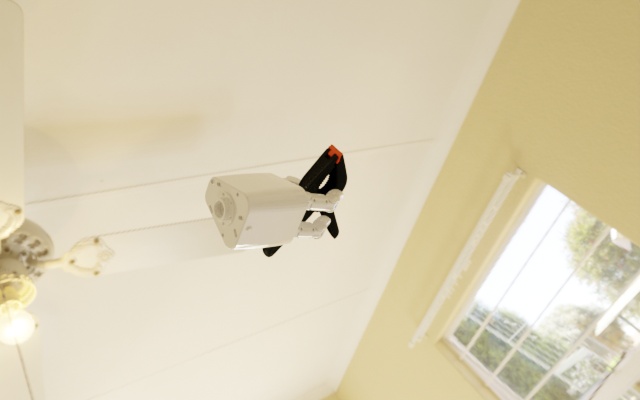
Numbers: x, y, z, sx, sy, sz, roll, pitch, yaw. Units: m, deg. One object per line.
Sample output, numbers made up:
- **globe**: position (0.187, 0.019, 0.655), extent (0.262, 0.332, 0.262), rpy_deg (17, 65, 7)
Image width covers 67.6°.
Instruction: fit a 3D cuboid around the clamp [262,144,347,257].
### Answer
- **clamp**: position (0.000, 0.002, 0.804), extent (0.164, 0.210, 0.036), rpy_deg (-6, 40, -45)
